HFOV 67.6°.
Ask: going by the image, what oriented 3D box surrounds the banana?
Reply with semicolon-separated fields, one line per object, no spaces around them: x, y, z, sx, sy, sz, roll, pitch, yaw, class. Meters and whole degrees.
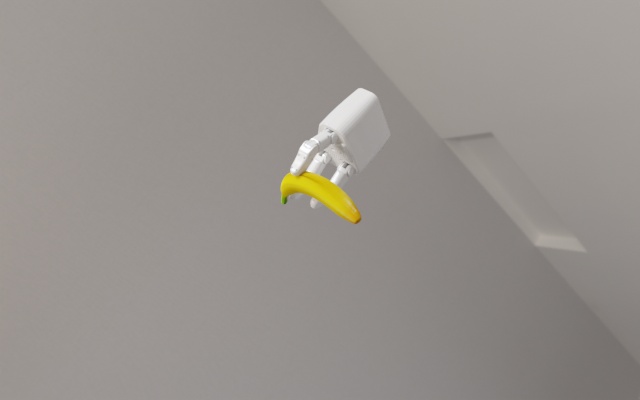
-0.009;-0.013;0.772;0.037;0.070;0.197;-39;32;-26;banana
